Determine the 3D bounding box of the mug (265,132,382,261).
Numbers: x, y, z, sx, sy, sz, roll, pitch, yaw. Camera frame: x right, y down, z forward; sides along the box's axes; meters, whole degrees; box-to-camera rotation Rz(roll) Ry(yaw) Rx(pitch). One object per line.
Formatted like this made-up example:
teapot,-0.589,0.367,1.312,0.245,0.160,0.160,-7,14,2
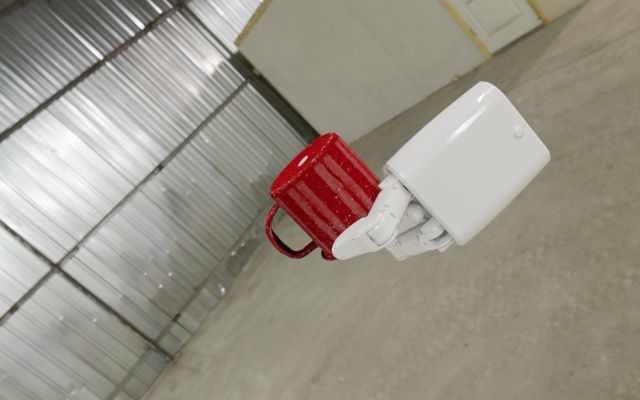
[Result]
mug,-0.001,0.002,0.433,0.117,0.081,0.093,-43,14,5
